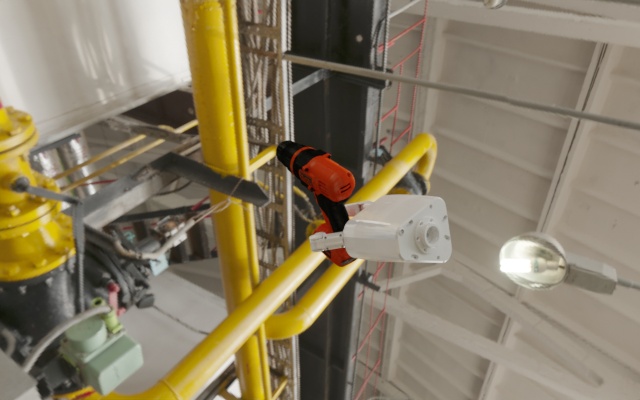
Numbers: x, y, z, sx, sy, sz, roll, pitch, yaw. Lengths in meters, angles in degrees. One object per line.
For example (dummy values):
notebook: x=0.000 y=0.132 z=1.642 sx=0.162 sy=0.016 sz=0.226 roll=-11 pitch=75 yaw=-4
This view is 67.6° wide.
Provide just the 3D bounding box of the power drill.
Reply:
power drill: x=0.000 y=0.003 z=0.763 sx=0.057 sy=0.188 sz=0.184 roll=-31 pitch=37 yaw=-18
